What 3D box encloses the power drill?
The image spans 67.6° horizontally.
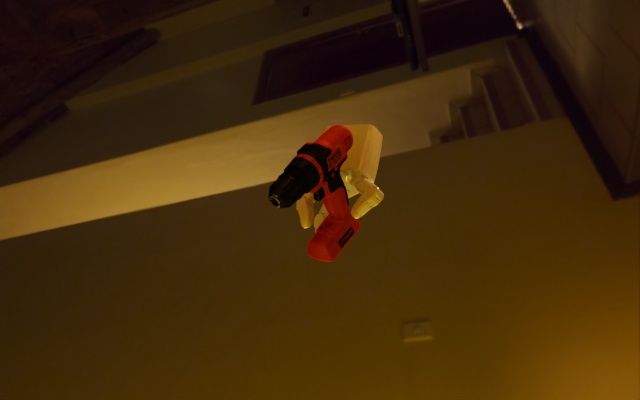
[{"bbox_3d":[0.000,0.003,0.730,0.057,0.188,0.184,17,46,32],"label":"power drill"}]
